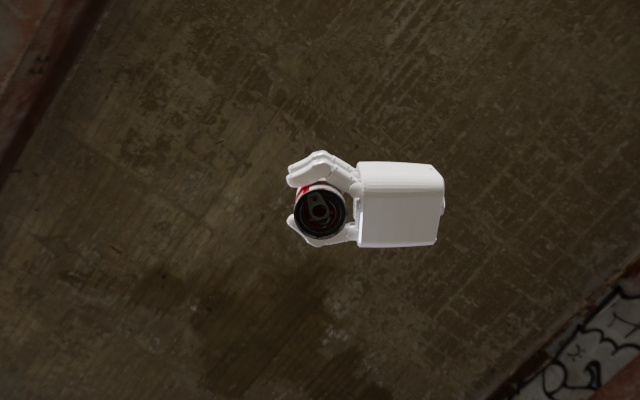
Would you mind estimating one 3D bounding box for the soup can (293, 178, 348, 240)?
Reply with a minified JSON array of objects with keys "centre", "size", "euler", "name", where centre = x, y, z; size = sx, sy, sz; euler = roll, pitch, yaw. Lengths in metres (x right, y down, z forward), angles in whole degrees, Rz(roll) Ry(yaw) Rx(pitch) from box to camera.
[{"centre":[0.000,0.002,0.641],"size":[0.068,0.068,0.102],"euler":[0,18,0],"name":"soup can"}]
